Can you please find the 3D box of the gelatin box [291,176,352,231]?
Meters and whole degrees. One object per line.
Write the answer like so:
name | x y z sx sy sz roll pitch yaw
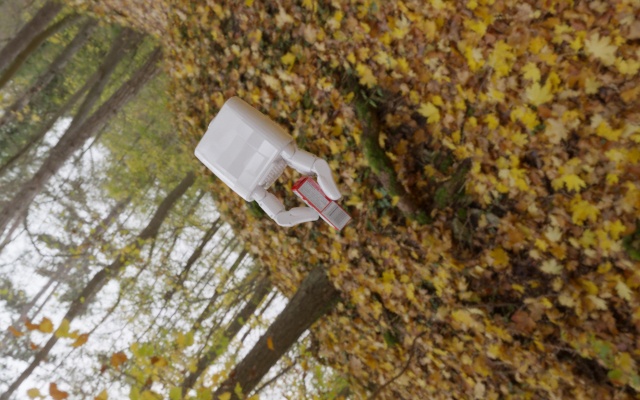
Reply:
gelatin box | 0.000 0.003 0.697 0.089 0.030 0.073 44 -4 -7
